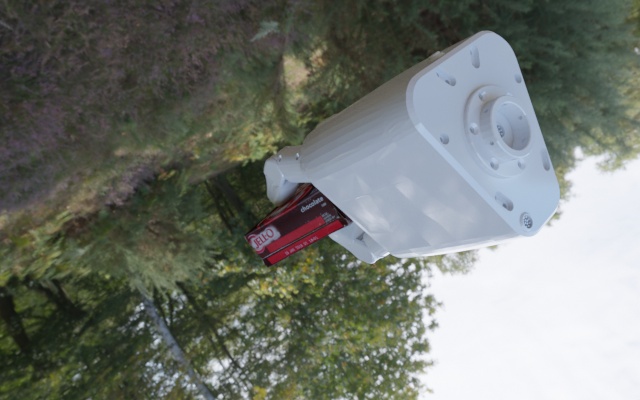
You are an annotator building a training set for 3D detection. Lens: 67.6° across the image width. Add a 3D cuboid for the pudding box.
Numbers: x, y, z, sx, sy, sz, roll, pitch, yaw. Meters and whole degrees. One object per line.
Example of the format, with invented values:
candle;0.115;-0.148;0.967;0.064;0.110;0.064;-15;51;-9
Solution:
pudding box;0.000;0.001;0.404;0.090;0.039;0.113;-29;7;32
